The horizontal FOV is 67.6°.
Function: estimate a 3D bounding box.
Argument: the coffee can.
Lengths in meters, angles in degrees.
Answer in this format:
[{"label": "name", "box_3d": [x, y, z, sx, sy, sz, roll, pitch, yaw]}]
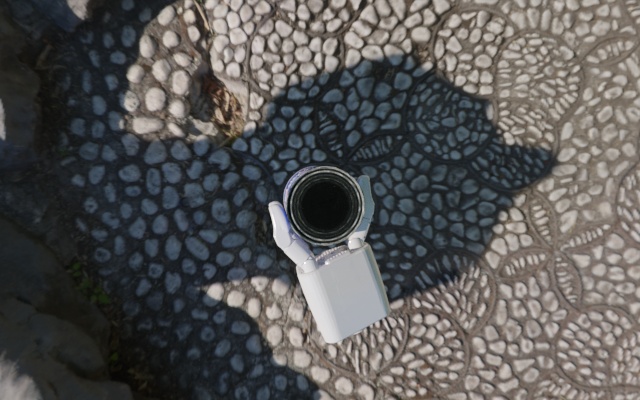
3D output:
[{"label": "coffee can", "box_3d": [0.000, 0.002, 0.677, 0.103, 0.103, 0.140, 0, 4, -5]}]
